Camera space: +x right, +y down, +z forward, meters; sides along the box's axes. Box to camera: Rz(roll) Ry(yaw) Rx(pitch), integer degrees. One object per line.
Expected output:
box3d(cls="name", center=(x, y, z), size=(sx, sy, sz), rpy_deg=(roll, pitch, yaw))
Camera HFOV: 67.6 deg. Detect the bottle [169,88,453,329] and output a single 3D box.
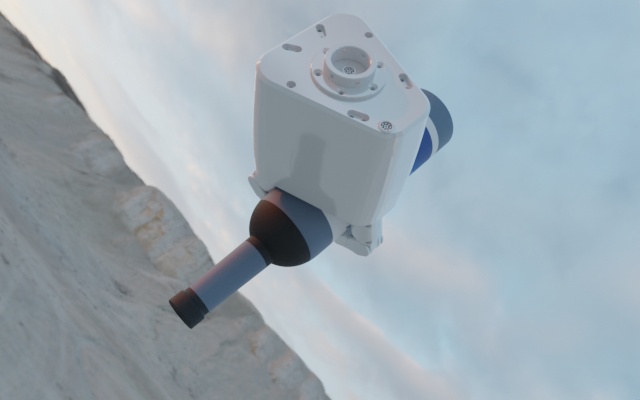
box3d(cls="bottle", center=(0.000, 0.001, 0.414), size=(0.295, 0.069, 0.069), rpy_deg=(-39, 18, -24))
